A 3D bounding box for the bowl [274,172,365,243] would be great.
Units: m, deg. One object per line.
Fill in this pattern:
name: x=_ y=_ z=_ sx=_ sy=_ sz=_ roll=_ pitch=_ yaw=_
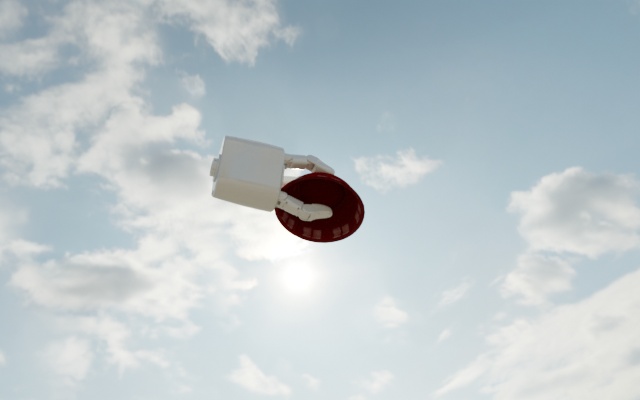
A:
bowl: x=0.001 y=0.003 z=0.862 sx=0.162 sy=0.162 sz=0.055 roll=0 pitch=41 yaw=8
